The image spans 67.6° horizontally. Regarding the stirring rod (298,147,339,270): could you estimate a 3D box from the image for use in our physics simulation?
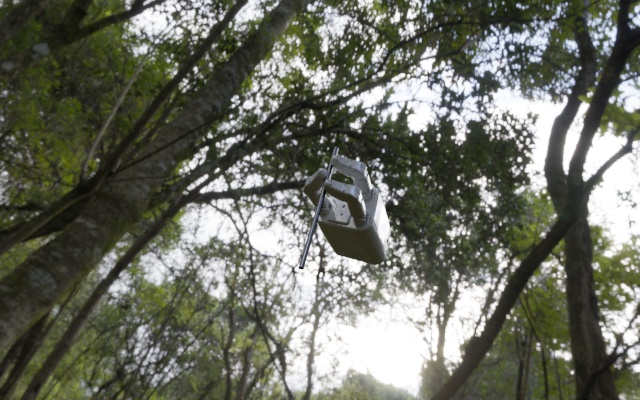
[{"bbox_3d":[0.000,0.002,0.719,0.011,0.239,0.011,10,-40,8],"label":"stirring rod"}]
